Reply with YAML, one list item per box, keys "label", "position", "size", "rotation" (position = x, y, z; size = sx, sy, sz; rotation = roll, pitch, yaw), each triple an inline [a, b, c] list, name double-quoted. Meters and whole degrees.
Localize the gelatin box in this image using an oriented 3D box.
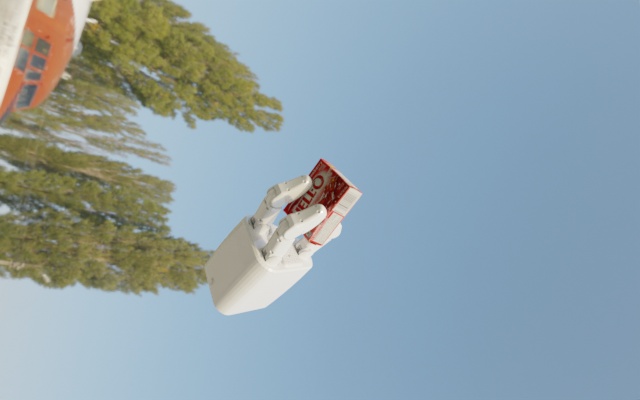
- label: "gelatin box"
  position: [0.001, 0.002, 0.612]
  size: [0.030, 0.089, 0.073]
  rotation: [27, 15, -45]
